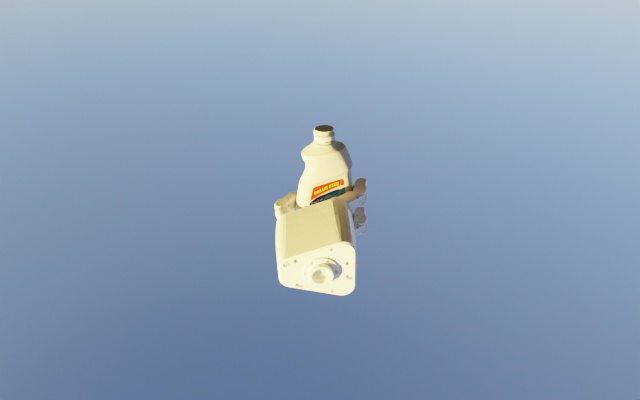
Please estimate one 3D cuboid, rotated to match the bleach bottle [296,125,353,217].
[{"bbox_3d":[0.000,0.002,0.761,0.102,0.251,0.068,-4,32,-4],"label":"bleach bottle"}]
